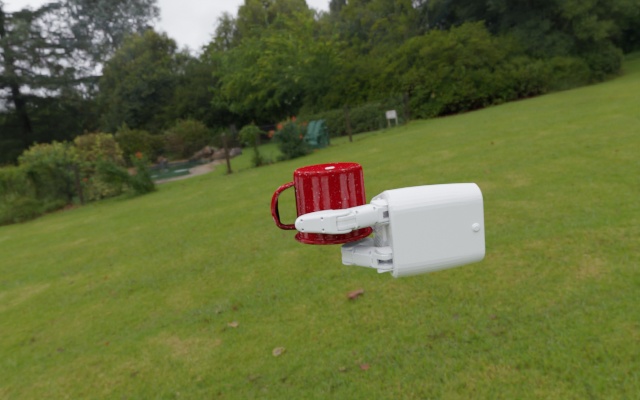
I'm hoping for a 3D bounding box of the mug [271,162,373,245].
[{"bbox_3d":[-0.001,0.002,0.557,0.117,0.081,0.093,-7,11,-8],"label":"mug"}]
